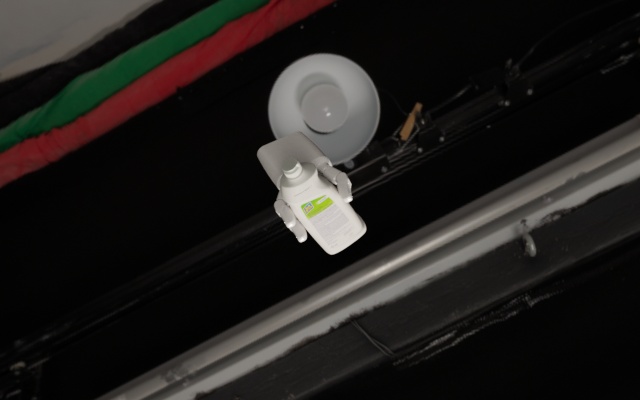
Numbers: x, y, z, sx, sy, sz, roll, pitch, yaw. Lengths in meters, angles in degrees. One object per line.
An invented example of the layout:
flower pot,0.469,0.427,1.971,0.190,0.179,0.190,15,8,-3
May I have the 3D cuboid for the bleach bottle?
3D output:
bleach bottle,0.000,0.003,0.877,0.102,0.068,0.251,-36,-40,-3
